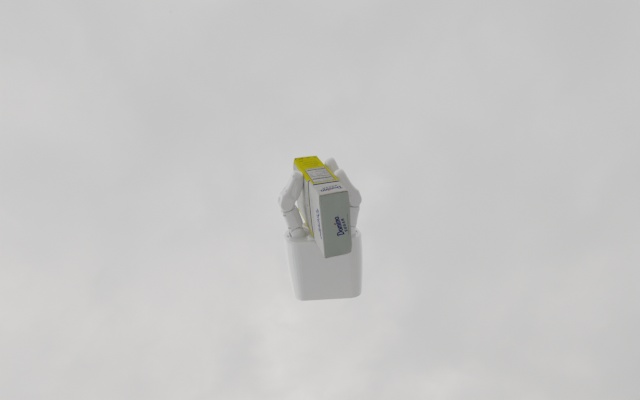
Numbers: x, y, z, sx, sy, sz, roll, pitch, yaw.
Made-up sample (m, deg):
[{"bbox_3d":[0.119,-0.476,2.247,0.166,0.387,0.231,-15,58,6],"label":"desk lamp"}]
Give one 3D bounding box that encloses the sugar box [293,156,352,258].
[{"bbox_3d":[0.001,0.002,0.694,0.048,0.093,0.176,-11,23,-13],"label":"sugar box"}]
